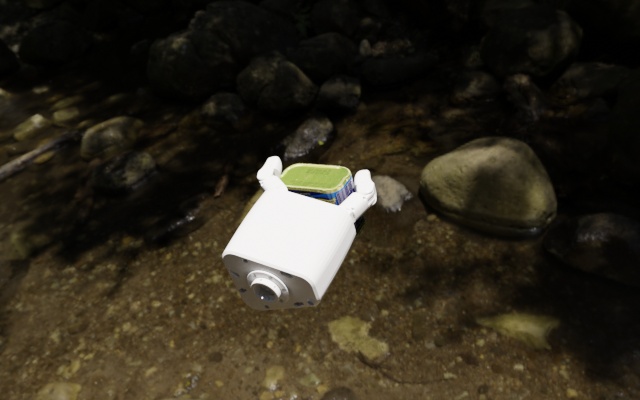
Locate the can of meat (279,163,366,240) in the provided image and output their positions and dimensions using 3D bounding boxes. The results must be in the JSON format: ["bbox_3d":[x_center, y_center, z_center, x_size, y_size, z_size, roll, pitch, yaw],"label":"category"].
[{"bbox_3d":[0.000,0.002,0.618,0.102,0.084,0.057,6,41,30],"label":"can of meat"}]
